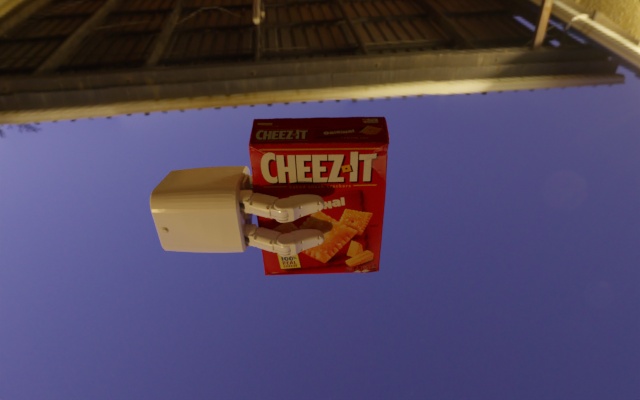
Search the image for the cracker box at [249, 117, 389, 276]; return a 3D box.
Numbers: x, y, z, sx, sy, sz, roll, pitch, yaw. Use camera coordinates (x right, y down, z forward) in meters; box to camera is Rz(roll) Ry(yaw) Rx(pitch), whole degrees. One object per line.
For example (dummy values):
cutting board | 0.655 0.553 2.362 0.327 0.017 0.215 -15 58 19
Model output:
cracker box | 0.000 0.002 0.623 0.164 0.214 0.072 -1 38 0
